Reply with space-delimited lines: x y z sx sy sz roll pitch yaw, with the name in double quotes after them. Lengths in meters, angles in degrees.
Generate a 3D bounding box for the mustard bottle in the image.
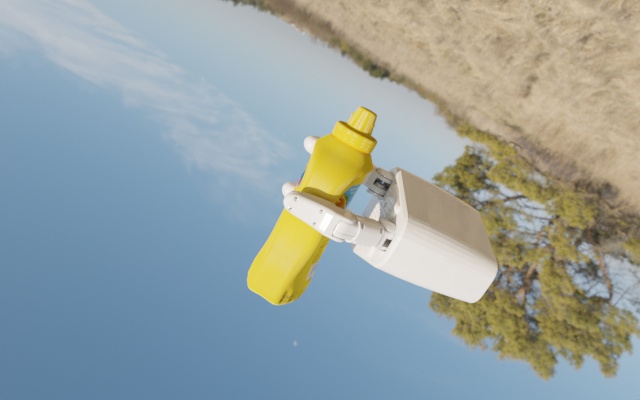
0.000 0.002 0.449 0.058 0.192 0.096 31 17 9 "mustard bottle"
